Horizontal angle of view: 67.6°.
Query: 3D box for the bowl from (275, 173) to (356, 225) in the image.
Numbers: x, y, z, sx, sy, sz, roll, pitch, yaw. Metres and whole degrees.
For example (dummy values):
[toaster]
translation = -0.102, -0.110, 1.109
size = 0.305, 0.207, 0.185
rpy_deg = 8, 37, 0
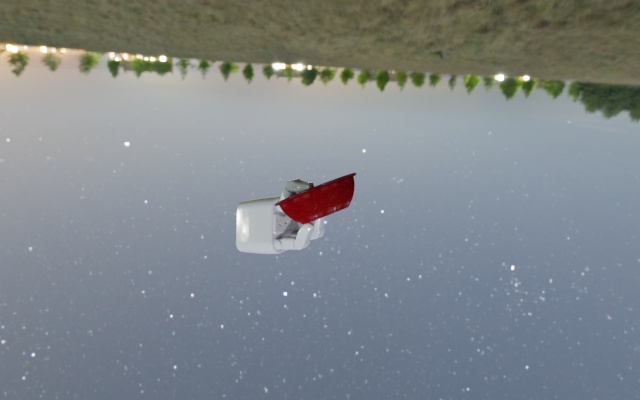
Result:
[bowl]
translation = 0.001, 0.003, 0.878
size = 0.162, 0.055, 0.162
rpy_deg = -21, -2, -1
